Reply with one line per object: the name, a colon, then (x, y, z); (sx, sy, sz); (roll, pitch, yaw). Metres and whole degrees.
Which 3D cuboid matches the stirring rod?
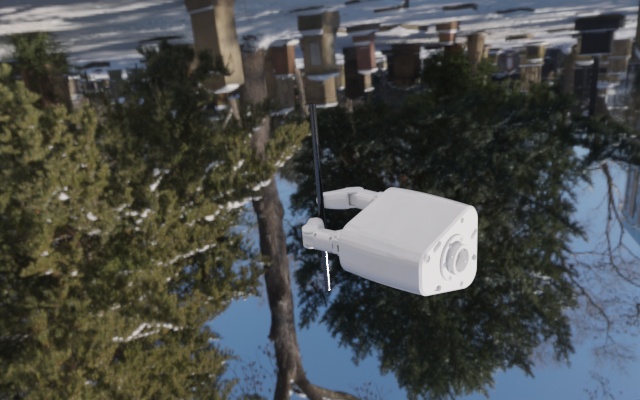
stirring rod: (0.000, 0.002, 0.590); (0.011, 0.240, 0.011); (-4, 18, 1)
